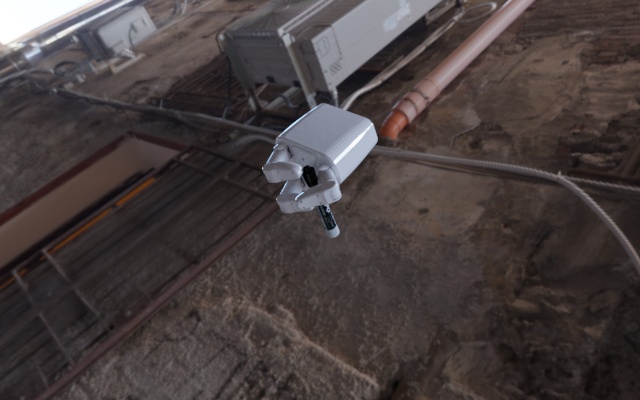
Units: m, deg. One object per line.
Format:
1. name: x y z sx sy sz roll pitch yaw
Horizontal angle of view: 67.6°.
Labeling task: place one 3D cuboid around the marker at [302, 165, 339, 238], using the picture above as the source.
1. marker: 0.000 0.002 0.662 0.020 0.121 0.020 -15 35 11
